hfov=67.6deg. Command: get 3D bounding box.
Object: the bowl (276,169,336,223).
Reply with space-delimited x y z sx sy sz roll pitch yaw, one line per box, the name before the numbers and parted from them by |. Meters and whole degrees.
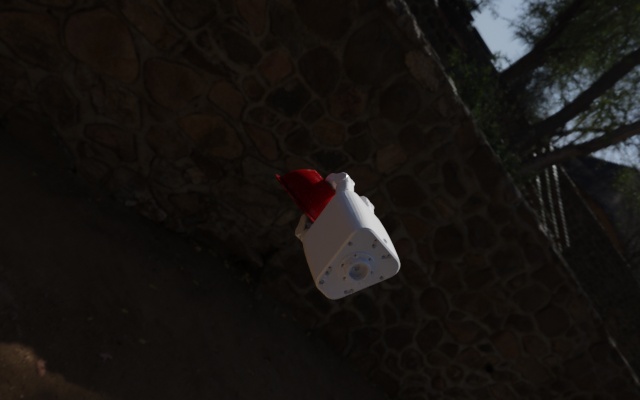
bowl | 0.000 0.002 0.773 0.055 0.162 0.162 -42 -1 1
